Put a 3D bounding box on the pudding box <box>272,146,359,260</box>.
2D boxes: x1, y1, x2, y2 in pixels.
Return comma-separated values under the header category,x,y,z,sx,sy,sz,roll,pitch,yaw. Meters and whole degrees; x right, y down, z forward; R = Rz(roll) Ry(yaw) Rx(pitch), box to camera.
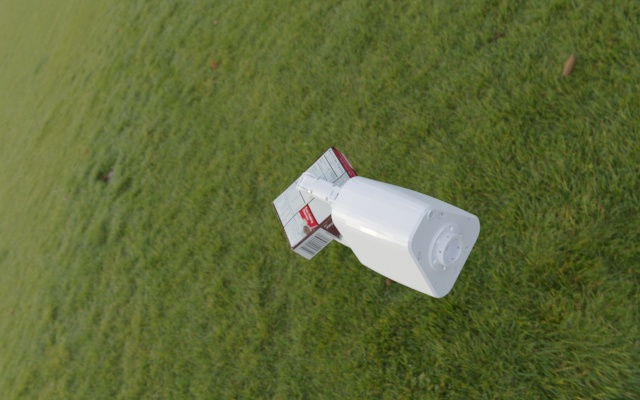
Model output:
category,x,y,z,sx,sy,sz,roll,pitch,yaw
pudding box,0.000,0.002,0.587,0.113,0.090,0.039,-41,-45,15
